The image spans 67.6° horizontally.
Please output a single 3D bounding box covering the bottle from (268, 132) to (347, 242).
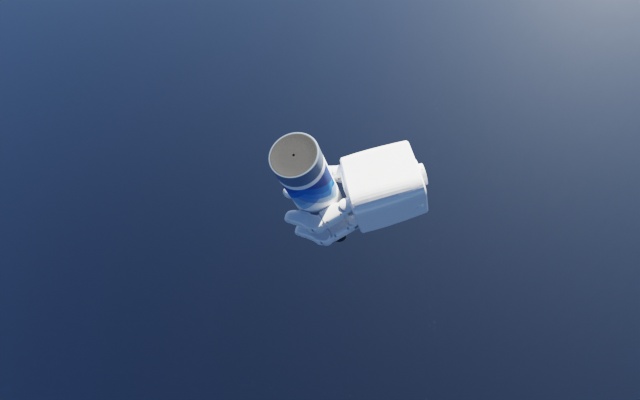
[{"bbox_3d":[0.000,0.002,0.725,0.069,0.069,0.296,0,-24,15],"label":"bottle"}]
